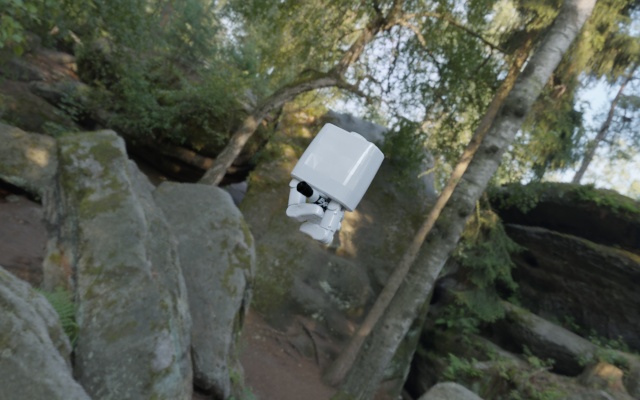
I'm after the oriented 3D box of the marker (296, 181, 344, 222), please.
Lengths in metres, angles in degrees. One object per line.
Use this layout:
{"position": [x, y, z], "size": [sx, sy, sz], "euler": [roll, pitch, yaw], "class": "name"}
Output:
{"position": [0.000, 0.002, 0.738], "size": [0.020, 0.020, 0.121], "euler": [0, -25, 35], "class": "marker"}
